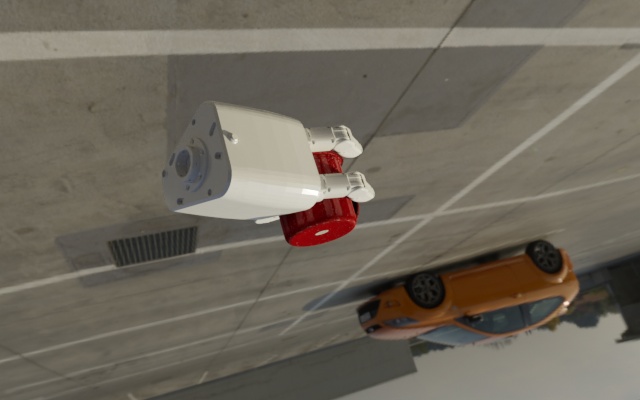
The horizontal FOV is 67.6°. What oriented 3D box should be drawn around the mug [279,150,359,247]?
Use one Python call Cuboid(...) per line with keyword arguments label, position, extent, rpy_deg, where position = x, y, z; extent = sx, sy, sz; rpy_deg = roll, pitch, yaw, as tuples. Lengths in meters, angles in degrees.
Cuboid(label="mug", position=(0.001, 0.002, 0.542), extent=(0.117, 0.081, 0.093), rpy_deg=(6, -29, -45))
